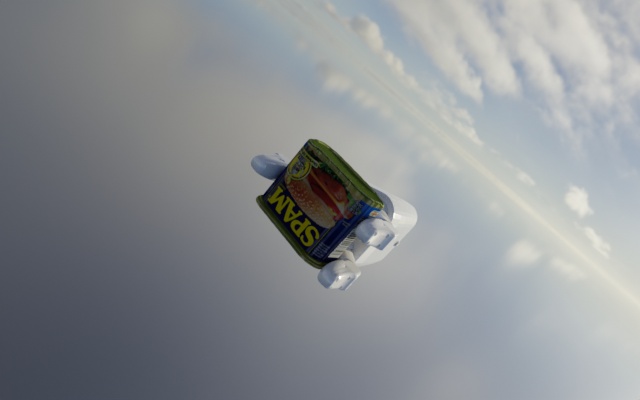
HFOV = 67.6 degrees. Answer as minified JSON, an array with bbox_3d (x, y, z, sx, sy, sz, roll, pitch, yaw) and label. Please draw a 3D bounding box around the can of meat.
[{"bbox_3d":[0.000,0.001,0.464,0.102,0.084,0.057,48,16,26],"label":"can of meat"}]
